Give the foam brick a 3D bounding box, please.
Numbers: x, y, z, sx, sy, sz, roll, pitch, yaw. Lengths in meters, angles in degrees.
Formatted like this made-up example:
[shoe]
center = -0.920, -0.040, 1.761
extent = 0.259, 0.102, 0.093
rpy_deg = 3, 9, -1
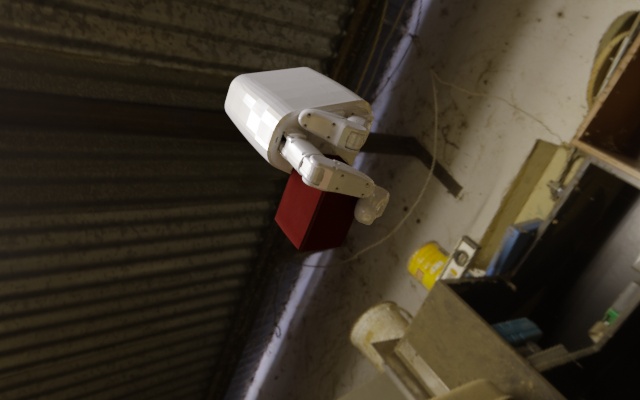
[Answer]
[foam brick]
center = 0.000, 0.002, 0.453
extent = 0.053, 0.078, 0.051
rpy_deg = 0, 32, -41
